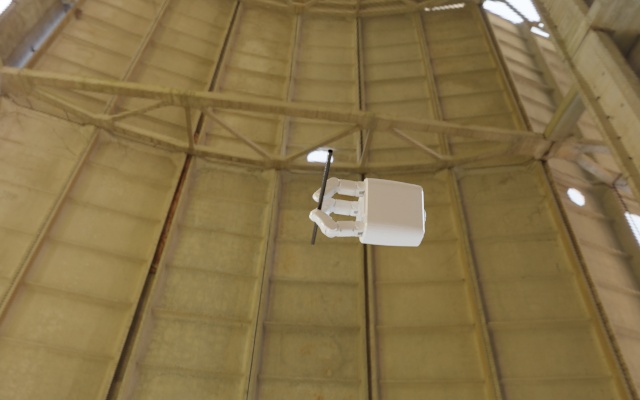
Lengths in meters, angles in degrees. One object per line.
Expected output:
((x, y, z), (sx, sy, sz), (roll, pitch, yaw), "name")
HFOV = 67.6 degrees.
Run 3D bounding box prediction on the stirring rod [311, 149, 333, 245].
((0.000, 0.003, 0.834), (0.011, 0.011, 0.240), (0, -42, -10), "stirring rod")
